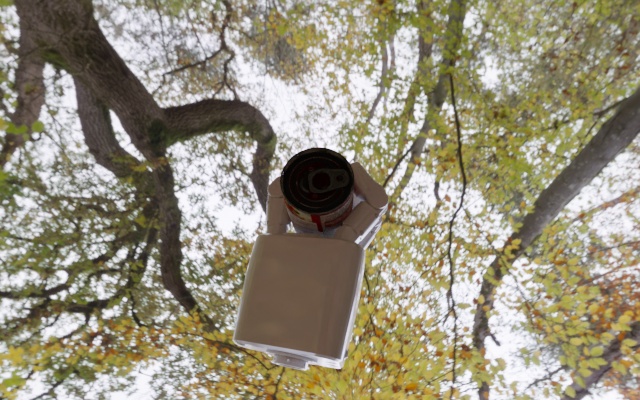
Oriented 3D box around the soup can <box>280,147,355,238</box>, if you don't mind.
[{"bbox_3d":[0.000,0.001,0.478,0.068,0.068,0.102,0,-24,4],"label":"soup can"}]
